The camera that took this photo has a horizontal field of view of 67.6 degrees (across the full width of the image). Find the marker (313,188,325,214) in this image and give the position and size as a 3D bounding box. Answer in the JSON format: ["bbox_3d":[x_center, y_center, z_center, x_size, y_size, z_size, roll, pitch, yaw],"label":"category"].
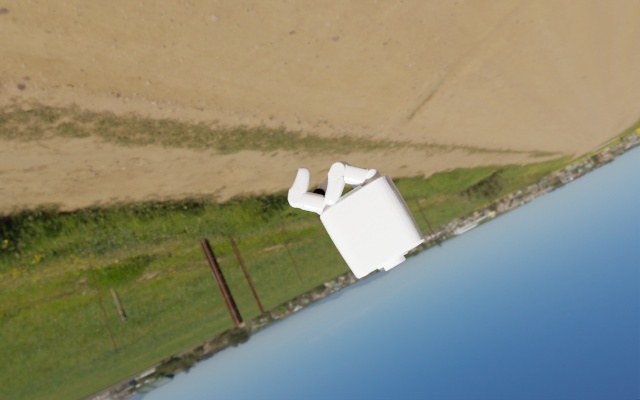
[{"bbox_3d":[0.000,0.002,0.756,0.020,0.020,0.121,0,-12,2],"label":"marker"}]
